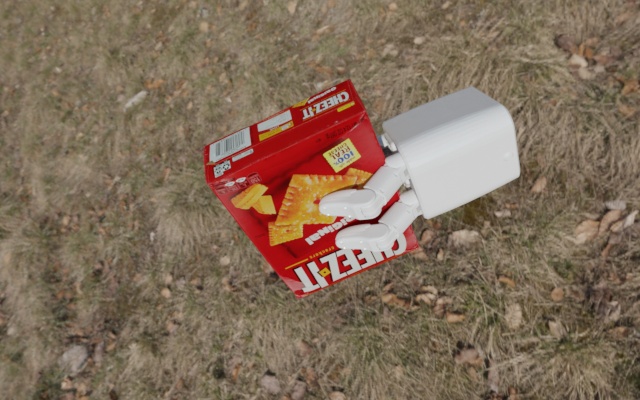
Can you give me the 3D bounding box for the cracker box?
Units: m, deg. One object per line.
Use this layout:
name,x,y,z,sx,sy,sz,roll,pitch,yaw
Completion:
cracker box,0.000,0.001,0.517,0.164,0.214,0.072,-24,42,7
